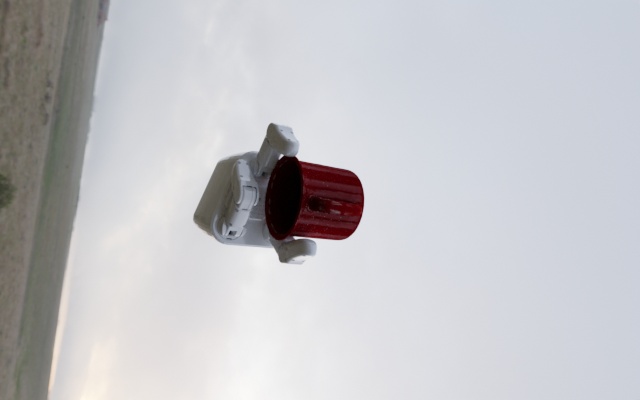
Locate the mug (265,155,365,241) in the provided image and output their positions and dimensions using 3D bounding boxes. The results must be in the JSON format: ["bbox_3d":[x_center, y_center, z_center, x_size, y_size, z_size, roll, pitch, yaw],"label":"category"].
[{"bbox_3d":[0.001,0.002,0.513,0.081,0.093,0.117,8,0,-29],"label":"mug"}]
